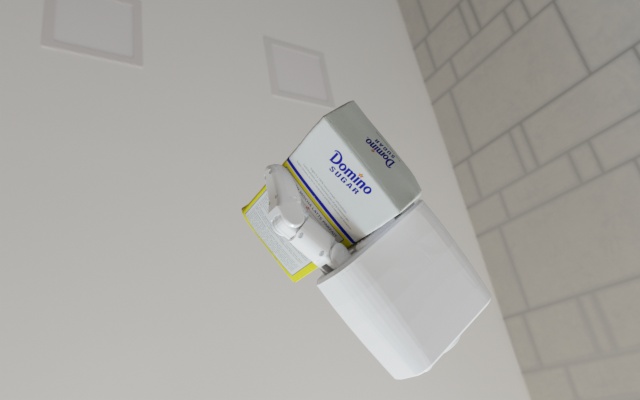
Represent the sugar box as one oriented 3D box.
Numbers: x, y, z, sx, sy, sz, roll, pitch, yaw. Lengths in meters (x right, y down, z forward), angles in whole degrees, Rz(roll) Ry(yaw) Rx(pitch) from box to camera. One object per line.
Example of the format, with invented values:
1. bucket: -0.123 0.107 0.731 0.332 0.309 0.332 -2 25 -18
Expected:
1. sugar box: 0.000 0.001 0.423 0.048 0.093 0.176 -36 -3 -42
